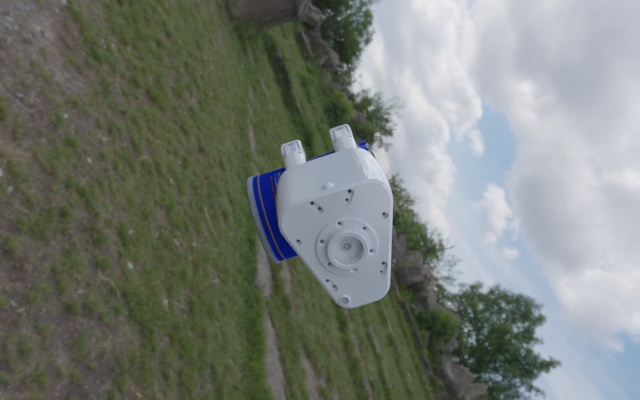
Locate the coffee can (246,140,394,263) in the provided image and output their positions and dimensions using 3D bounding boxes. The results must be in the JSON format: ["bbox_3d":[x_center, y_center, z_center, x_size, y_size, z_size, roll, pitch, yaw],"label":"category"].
[{"bbox_3d":[0.000,0.002,0.540,0.140,0.103,0.103,-18,-1,3],"label":"coffee can"}]
